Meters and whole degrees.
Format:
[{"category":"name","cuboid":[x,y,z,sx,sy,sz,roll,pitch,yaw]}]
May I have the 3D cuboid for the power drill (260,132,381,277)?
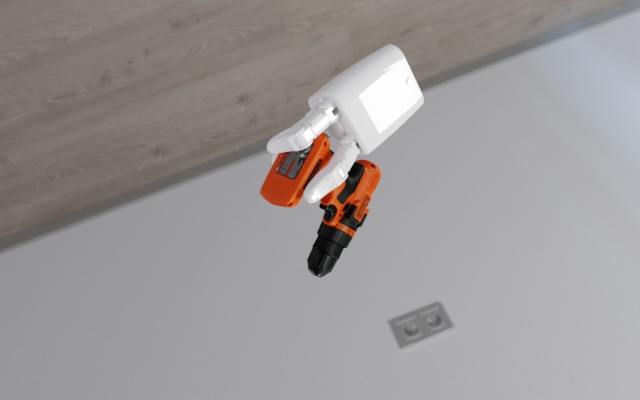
[{"category":"power drill","cuboid":[0.000,0.002,0.642,0.057,0.184,0.188,21,-9,34]}]
